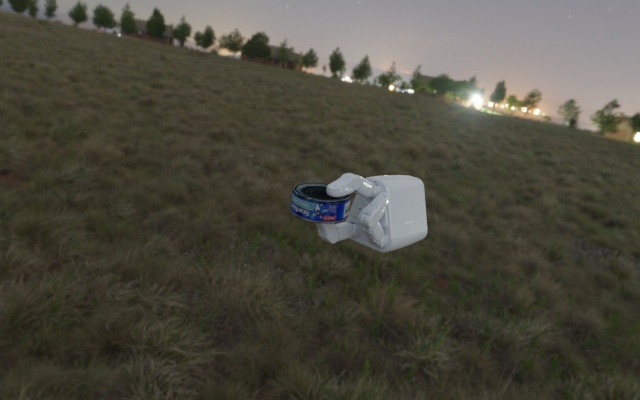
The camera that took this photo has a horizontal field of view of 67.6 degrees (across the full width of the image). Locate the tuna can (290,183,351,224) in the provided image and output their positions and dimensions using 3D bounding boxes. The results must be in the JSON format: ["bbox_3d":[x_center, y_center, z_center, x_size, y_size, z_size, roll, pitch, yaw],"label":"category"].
[{"bbox_3d":[0.000,0.002,0.693,0.086,0.034,0.086,7,19,-2],"label":"tuna can"}]
